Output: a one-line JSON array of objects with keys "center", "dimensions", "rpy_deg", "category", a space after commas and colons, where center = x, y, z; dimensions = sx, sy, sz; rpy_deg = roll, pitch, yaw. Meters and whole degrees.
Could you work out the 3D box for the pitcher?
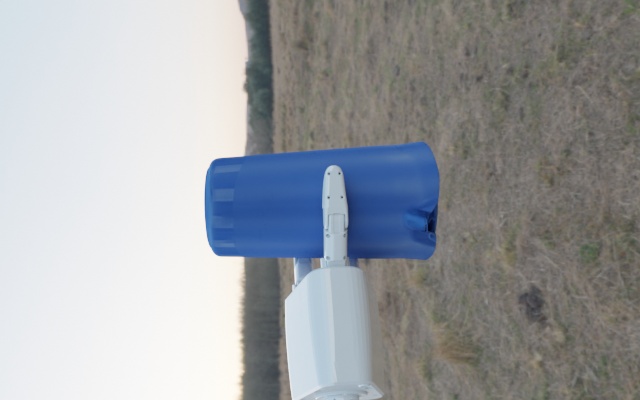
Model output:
[{"center": [0.000, 0.002, 0.540], "dimensions": [0.243, 0.145, 0.149], "rpy_deg": [-1, -28, -5], "category": "pitcher"}]
